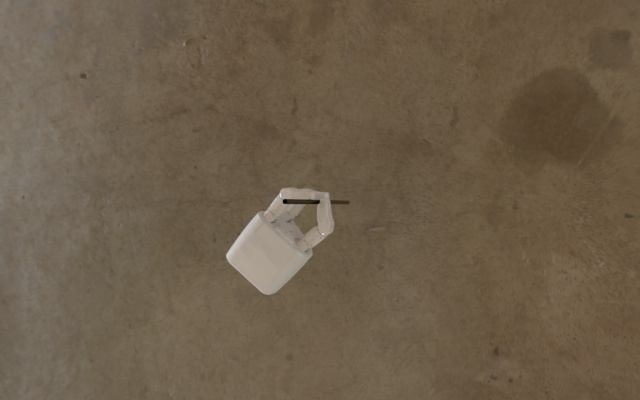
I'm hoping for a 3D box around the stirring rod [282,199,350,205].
[{"bbox_3d":[0.000,0.003,0.805,0.011,0.011,0.239,0,-1,26],"label":"stirring rod"}]
